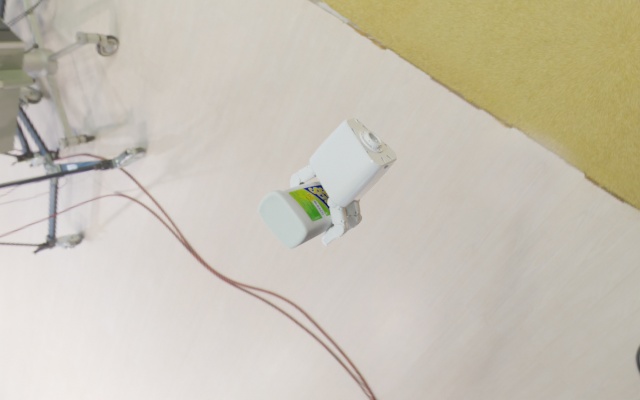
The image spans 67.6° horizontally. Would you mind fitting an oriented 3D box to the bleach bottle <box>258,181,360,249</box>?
[{"bbox_3d":[0.000,0.003,0.883,0.068,0.102,0.250,-45,-11,34],"label":"bleach bottle"}]
